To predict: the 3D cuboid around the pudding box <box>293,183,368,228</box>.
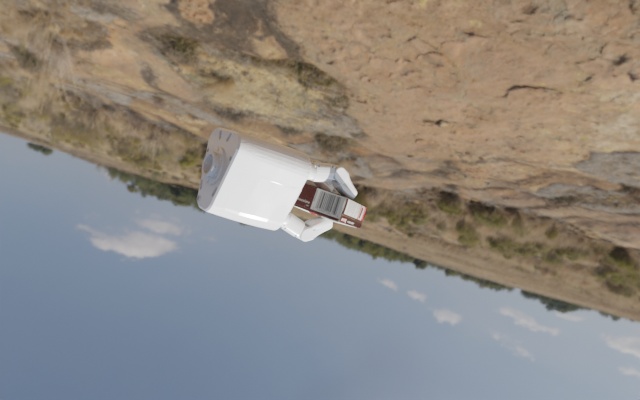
[{"bbox_3d":[0.000,0.002,0.688,0.113,0.039,0.090,21,1,25],"label":"pudding box"}]
